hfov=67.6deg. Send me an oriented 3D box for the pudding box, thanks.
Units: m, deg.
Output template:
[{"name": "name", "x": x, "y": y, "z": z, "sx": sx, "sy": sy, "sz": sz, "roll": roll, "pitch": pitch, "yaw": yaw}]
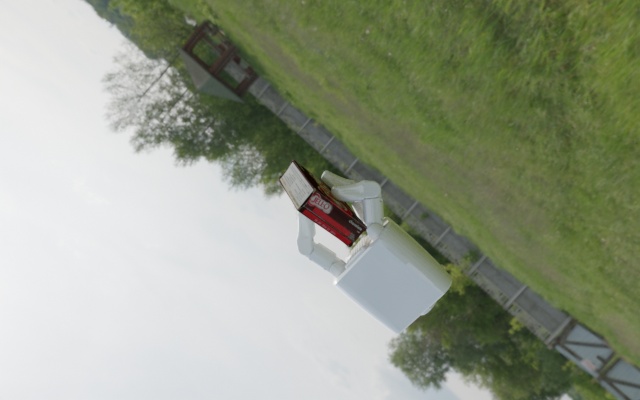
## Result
[{"name": "pudding box", "x": 0.000, "y": 0.002, "z": 0.606, "sx": 0.090, "sy": 0.039, "sz": 0.113, "roll": 38, "pitch": 5, "yaw": -28}]
